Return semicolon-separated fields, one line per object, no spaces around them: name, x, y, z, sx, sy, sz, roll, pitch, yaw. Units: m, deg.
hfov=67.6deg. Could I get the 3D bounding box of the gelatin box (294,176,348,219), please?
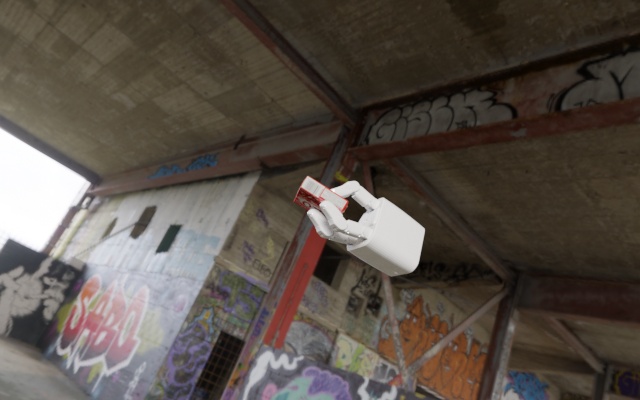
gelatin box;0.000;0.002;0.865;0.089;0.030;0.073;32;-24;1
